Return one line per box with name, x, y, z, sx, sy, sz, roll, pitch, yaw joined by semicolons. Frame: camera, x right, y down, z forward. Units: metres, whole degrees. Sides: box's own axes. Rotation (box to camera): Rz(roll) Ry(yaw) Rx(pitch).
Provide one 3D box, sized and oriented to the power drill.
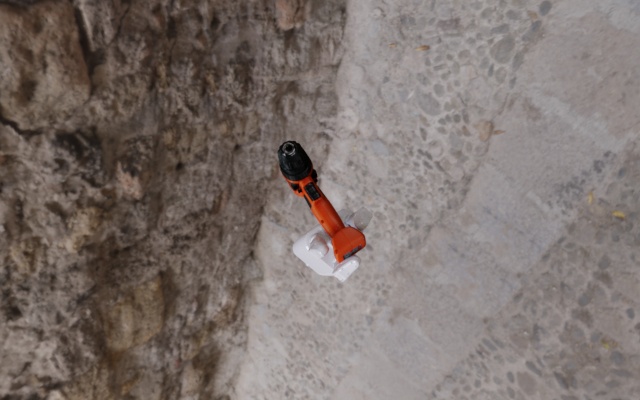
power drill;0.000;0.003;0.765;0.057;0.187;0.184;-32;-17;-2
